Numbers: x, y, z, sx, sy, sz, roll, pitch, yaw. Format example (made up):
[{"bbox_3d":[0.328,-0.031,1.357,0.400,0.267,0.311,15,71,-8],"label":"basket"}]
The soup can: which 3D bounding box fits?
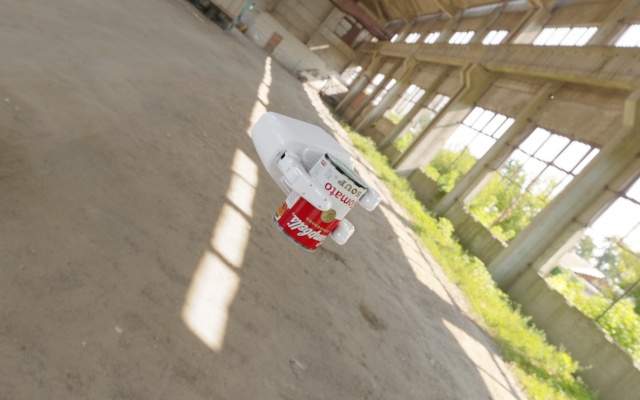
[{"bbox_3d":[0.000,0.002,0.574,0.068,0.102,0.068,38,12,-9],"label":"soup can"}]
